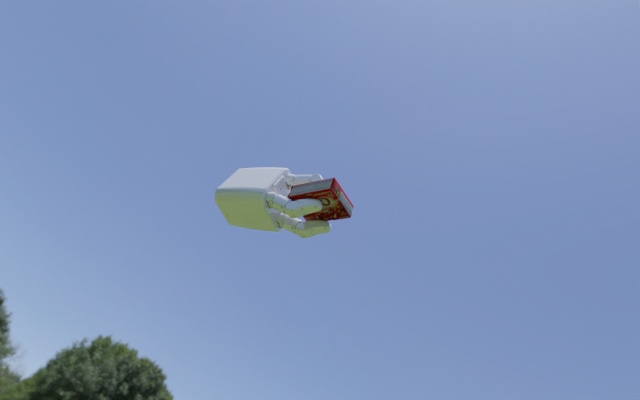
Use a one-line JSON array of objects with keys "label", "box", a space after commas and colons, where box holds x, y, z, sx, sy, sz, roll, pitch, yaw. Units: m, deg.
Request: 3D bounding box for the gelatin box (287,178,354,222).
[{"label": "gelatin box", "box": [0.001, 0.002, 0.806, 0.089, 0.030, 0.073, -10, -47, 31]}]
